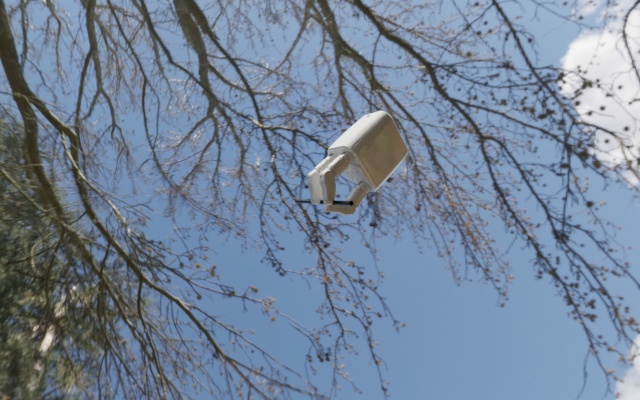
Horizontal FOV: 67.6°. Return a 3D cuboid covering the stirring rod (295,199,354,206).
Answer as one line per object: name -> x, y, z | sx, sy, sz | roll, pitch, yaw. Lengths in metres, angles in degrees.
stirring rod -> 0.000, 0.003, 0.874 | 0.011, 0.011, 0.239 | 0, 1, -24
